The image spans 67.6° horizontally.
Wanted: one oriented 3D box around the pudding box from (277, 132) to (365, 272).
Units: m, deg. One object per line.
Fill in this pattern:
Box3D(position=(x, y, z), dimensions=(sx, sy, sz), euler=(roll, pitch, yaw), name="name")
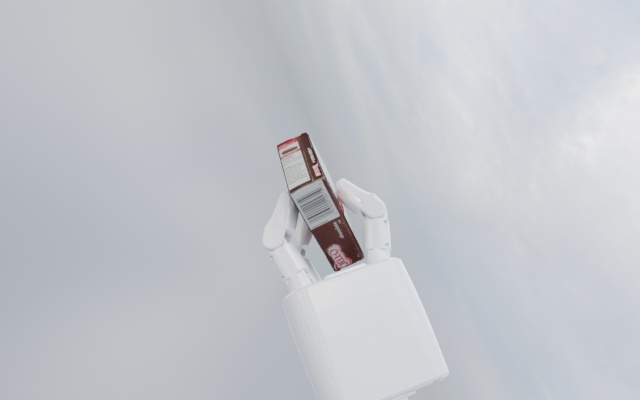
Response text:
Box3D(position=(0.000, 0.002, 0.476), dimensions=(0.039, 0.114, 0.090), euler=(-24, 37, 2), name="pudding box")
